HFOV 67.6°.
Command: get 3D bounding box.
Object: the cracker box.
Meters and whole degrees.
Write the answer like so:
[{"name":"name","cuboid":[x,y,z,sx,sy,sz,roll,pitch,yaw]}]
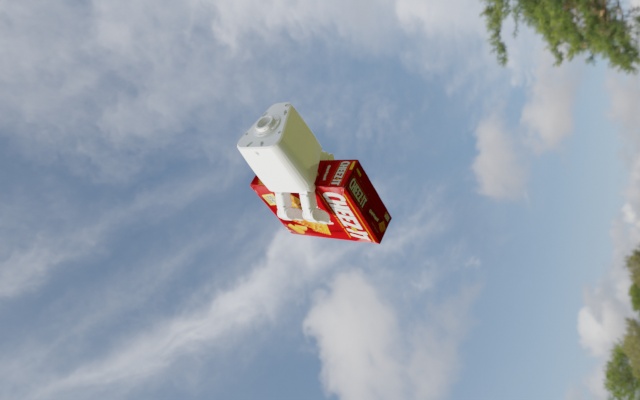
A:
[{"name":"cracker box","cuboid":[0.000,0.003,0.884,0.213,0.072,0.164,4,-36,37]}]
